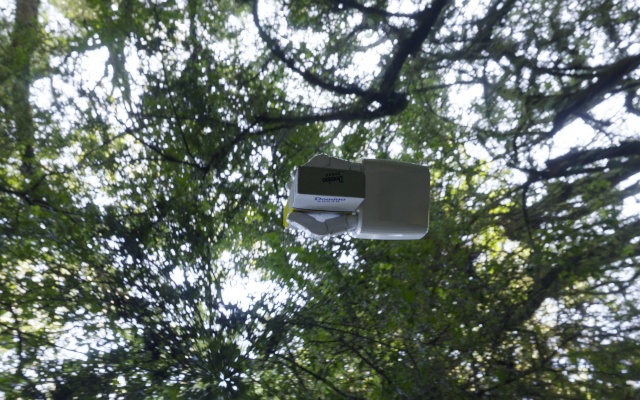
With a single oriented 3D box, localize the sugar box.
[{"bbox_3d":[0.000,0.002,0.702,0.093,0.048,0.176,4,-21,-10],"label":"sugar box"}]
